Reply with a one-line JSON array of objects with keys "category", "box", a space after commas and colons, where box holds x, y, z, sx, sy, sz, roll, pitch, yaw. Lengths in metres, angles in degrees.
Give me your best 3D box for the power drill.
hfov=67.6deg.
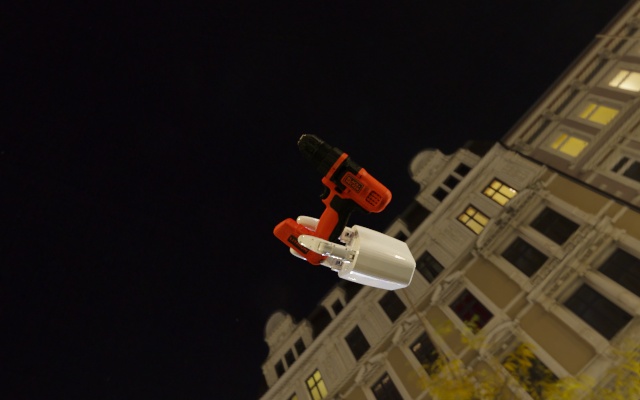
[{"category": "power drill", "box": [0.000, 0.003, 0.826, 0.184, 0.188, 0.057, 38, 19, 5]}]
